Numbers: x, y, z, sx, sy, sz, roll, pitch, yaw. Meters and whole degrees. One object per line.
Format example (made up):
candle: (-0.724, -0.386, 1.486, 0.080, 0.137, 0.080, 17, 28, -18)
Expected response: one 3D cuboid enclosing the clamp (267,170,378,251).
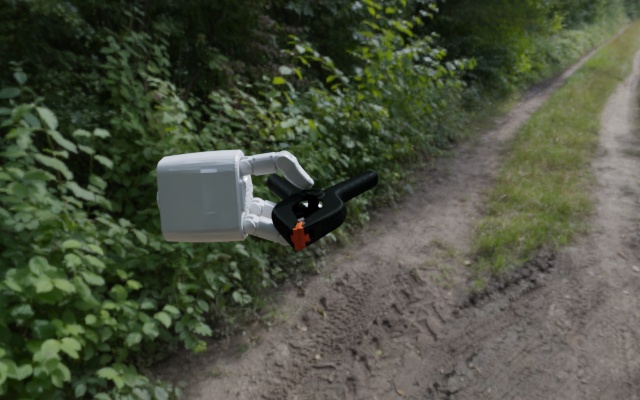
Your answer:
clamp: (0.000, 0.002, 0.625, 0.164, 0.036, 0.210, -5, 22, 4)
